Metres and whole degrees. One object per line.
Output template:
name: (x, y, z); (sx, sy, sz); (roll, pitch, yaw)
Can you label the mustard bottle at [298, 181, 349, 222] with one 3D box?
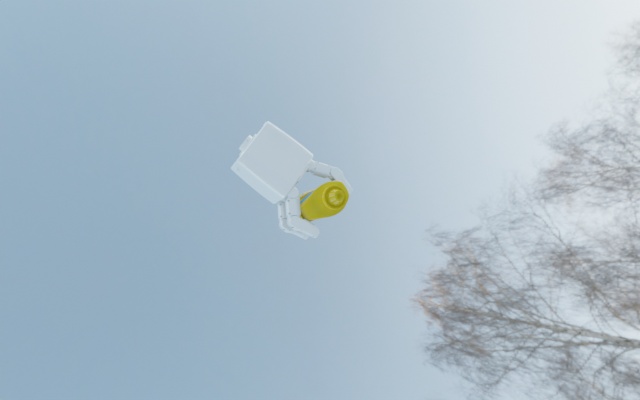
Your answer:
mustard bottle: (0.000, 0.003, 0.871); (0.096, 0.058, 0.191); (-29, 3, -20)
